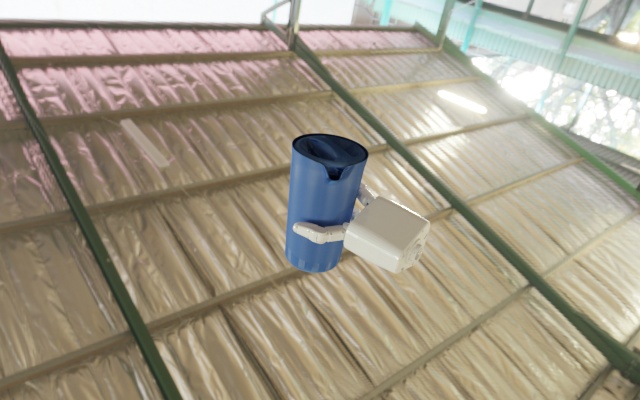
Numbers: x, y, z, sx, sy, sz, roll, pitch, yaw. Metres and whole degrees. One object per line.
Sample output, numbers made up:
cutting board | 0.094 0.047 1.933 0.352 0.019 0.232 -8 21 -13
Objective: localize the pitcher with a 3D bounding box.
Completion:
pitcher | 0.000 0.003 0.882 0.145 0.243 0.149 28 34 28
